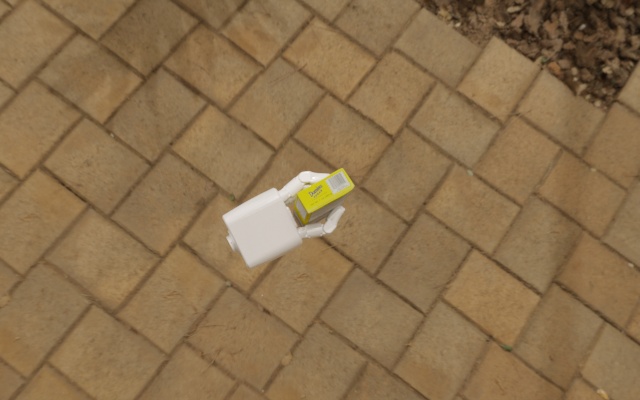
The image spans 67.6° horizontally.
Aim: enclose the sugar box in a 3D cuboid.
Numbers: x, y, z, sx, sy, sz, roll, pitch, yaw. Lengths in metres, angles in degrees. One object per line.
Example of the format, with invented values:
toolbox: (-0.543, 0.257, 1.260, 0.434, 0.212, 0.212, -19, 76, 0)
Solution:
sugar box: (0.000, 0.002, 0.868, 0.093, 0.048, 0.176, -29, -6, -12)
